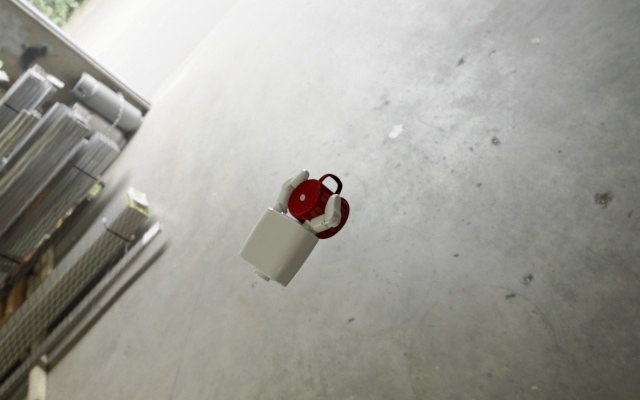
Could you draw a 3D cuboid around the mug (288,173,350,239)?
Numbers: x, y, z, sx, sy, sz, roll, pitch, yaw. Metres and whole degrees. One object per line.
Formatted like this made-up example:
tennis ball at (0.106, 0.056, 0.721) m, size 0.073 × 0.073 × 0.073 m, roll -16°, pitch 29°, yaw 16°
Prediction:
mug at (0.001, 0.002, 0.887) m, size 0.081 × 0.117 × 0.093 m, roll 39°, pitch -11°, yaw -37°
